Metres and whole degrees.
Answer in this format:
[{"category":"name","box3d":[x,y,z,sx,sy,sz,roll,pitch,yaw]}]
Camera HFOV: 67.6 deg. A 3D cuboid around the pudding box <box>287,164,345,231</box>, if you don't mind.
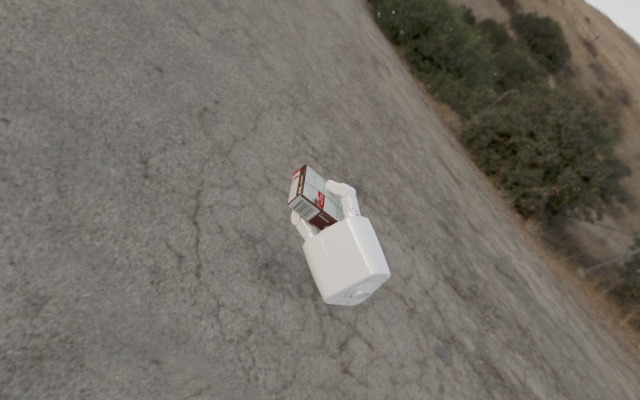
[{"category":"pudding box","box3d":[0.000,0.003,0.824,0.113,0.090,0.039,39,-59,-24]}]
